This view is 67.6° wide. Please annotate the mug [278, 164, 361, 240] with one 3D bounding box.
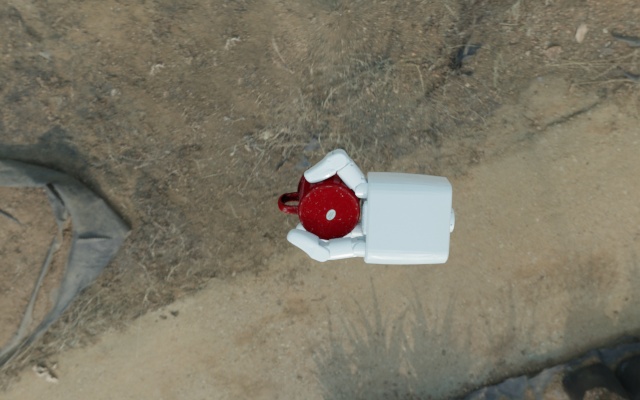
[{"bbox_3d":[-0.001,0.002,0.650,0.117,0.093,0.081,1,21,1],"label":"mug"}]
